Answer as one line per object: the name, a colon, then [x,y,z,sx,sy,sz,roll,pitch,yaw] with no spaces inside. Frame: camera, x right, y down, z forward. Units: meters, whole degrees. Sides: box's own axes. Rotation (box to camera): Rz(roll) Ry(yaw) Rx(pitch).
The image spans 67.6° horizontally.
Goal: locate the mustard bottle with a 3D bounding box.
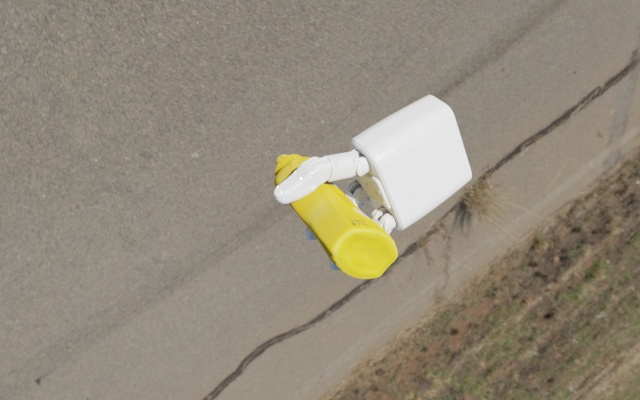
mustard bottle: [0.000,0.002,0.529,0.096,0.058,0.191,31,13,-46]
